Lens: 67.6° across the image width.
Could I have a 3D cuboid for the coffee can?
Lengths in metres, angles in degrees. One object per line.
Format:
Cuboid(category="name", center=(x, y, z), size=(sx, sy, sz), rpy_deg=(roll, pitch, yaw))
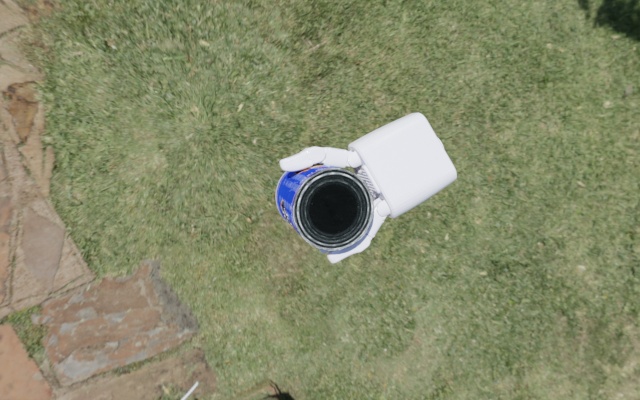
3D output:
Cuboid(category="coffee can", center=(0.000, 0.002, 0.644), size=(0.103, 0.103, 0.140), rpy_deg=(0, 8, -14))
